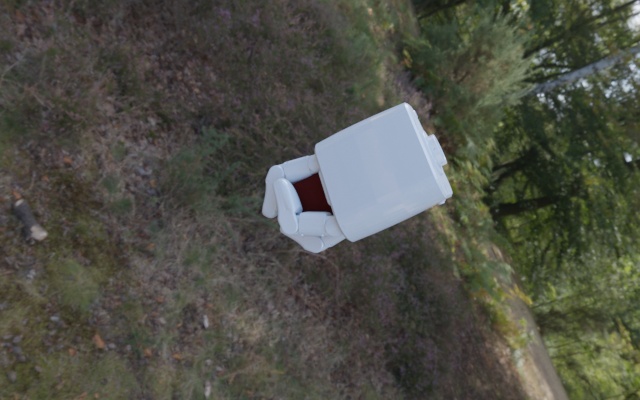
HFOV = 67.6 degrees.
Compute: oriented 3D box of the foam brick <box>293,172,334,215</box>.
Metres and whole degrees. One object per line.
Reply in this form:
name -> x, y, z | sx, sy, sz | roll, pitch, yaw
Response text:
foam brick -> 0.000, 0.002, 0.542 | 0.051, 0.053, 0.078 | -25, -6, 19
